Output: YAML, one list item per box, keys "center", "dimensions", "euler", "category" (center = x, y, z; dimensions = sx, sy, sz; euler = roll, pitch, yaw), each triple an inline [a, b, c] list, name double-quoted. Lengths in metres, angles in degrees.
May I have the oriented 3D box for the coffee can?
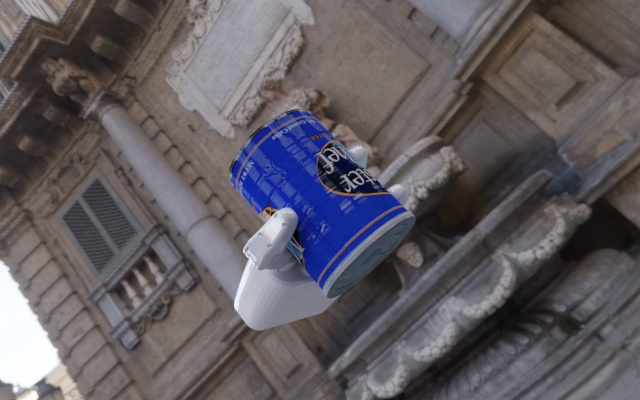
- center: [0.000, 0.001, 0.431]
  dimensions: [0.103, 0.140, 0.103]
  euler: [-37, -19, -15]
  category: "coffee can"
